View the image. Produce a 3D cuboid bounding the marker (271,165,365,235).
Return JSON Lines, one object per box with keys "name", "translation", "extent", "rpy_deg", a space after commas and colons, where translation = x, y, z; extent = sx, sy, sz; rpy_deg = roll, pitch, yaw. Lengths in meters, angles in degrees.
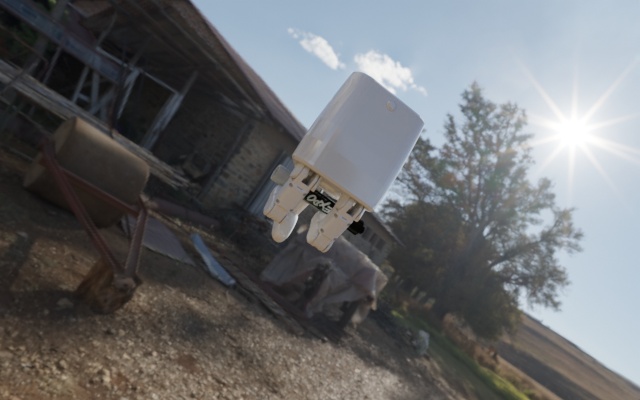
{"name": "marker", "translation": [0.000, 0.002, 0.522], "extent": [0.121, 0.020, 0.020], "rpy_deg": [34, -11, -17]}
